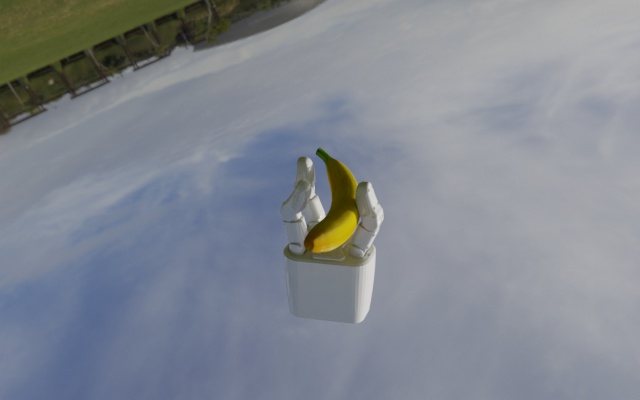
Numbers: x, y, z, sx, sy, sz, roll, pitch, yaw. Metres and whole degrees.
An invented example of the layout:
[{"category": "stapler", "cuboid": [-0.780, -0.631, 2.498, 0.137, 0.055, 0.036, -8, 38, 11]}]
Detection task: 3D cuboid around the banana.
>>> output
[{"category": "banana", "cuboid": [0.018, 0.006, 0.580, 0.069, 0.037, 0.197, 19, 34, -10]}]
